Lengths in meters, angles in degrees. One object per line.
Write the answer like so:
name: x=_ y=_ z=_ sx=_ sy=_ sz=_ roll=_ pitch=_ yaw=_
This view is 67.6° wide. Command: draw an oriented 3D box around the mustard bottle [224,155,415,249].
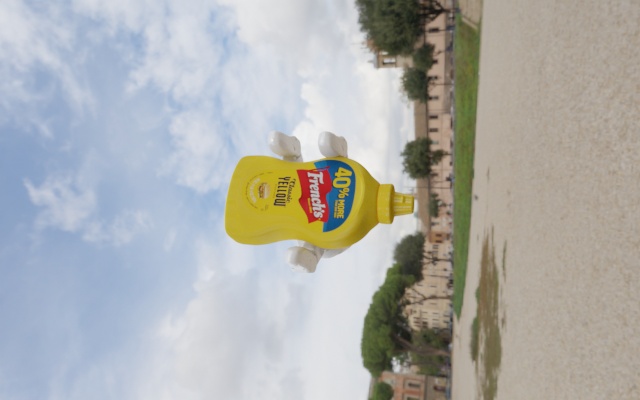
mustard bottle: x=0.000 y=0.002 z=0.497 sx=0.191 sy=0.096 sz=0.058 roll=2 pitch=-24 yaw=16
